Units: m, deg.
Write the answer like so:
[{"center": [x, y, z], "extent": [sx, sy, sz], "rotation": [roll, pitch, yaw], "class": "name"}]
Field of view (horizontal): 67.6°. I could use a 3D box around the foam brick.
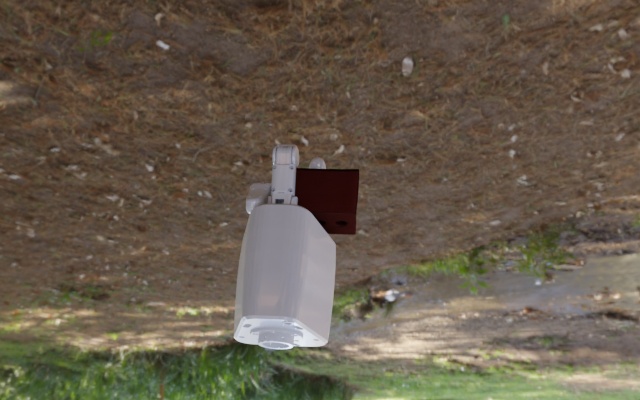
[{"center": [0.000, 0.001, 0.490], "extent": [0.078, 0.051, 0.053], "rotation": [1, -29, 4], "class": "foam brick"}]
